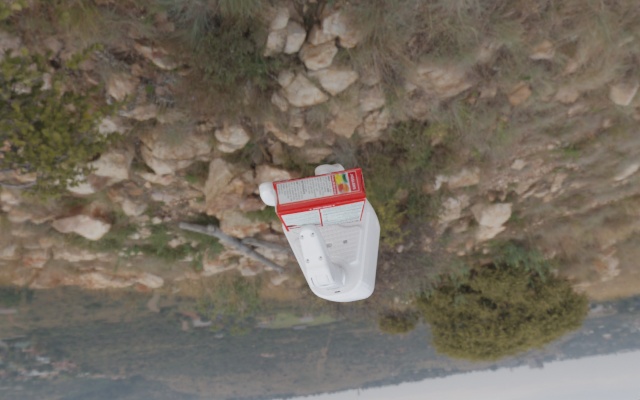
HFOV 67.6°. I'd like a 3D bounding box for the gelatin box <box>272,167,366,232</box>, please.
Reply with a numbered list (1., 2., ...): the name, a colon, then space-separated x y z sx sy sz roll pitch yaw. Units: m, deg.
1. gelatin box: 0.000 0.002 0.420 0.073 0.030 0.089 -9 -14 0
